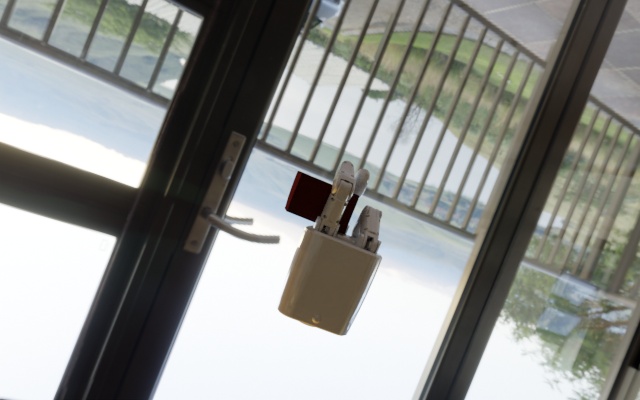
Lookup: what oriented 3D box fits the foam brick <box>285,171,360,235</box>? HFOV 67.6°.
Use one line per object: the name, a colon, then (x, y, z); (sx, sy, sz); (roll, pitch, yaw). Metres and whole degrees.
foam brick: (0.000, 0.002, 0.588); (0.078, 0.051, 0.053); (22, 2, -8)
